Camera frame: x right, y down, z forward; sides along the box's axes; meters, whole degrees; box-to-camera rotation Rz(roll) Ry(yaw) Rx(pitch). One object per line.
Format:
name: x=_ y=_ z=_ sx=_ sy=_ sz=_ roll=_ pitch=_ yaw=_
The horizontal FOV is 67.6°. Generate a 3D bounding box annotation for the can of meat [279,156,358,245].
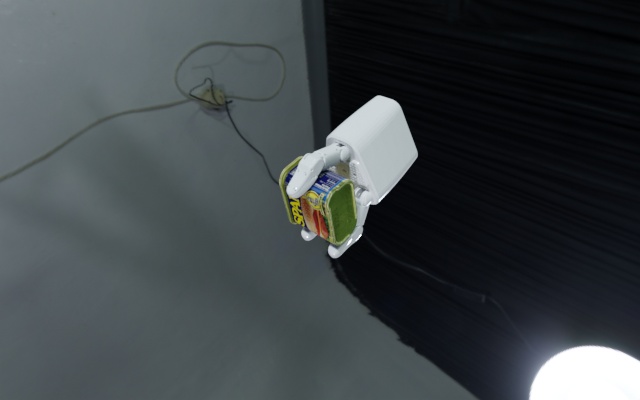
can of meat: x=0.000 y=0.002 z=0.638 sx=0.084 sy=0.102 sz=0.057 roll=27 pitch=54 yaw=34
